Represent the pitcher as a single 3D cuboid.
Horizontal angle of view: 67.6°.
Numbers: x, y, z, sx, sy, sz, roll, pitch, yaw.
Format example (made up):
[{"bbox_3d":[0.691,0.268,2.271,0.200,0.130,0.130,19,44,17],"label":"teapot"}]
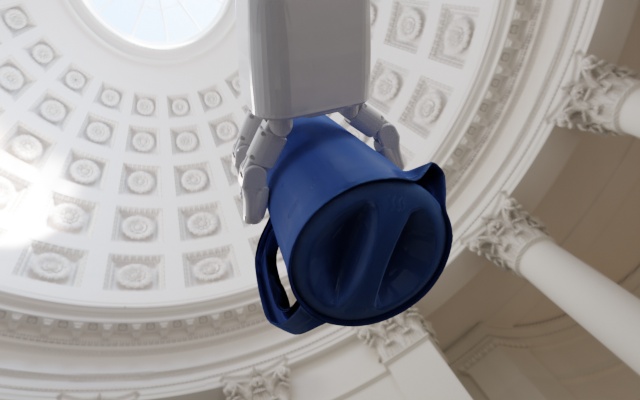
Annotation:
[{"bbox_3d":[0.000,0.001,0.458,0.149,0.145,0.242,-10,28,-14],"label":"pitcher"}]
